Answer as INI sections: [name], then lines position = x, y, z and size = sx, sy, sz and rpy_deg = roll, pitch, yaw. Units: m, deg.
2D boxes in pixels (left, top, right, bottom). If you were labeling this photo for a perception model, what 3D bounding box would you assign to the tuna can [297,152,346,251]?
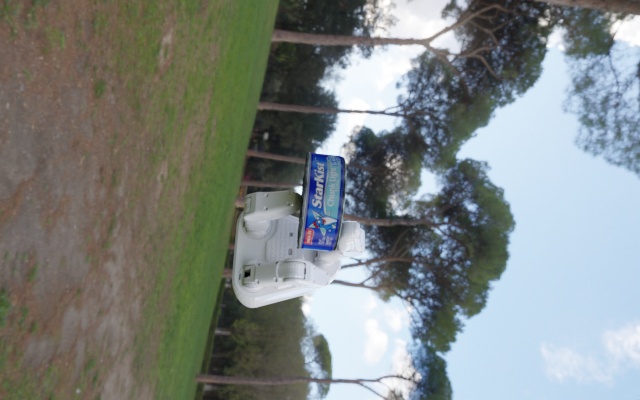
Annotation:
[tuna can]
position = 0.001, 0.001, 0.419
size = 0.034, 0.086, 0.086
rpy_deg = 6, 0, -4
